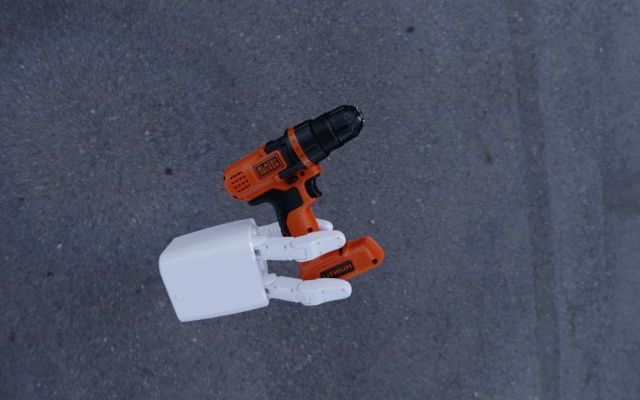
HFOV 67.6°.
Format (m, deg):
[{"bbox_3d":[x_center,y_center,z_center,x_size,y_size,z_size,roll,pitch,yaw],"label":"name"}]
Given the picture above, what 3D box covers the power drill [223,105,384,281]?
[{"bbox_3d":[0.000,0.002,0.566,0.184,0.187,0.057,-27,6,18],"label":"power drill"}]
